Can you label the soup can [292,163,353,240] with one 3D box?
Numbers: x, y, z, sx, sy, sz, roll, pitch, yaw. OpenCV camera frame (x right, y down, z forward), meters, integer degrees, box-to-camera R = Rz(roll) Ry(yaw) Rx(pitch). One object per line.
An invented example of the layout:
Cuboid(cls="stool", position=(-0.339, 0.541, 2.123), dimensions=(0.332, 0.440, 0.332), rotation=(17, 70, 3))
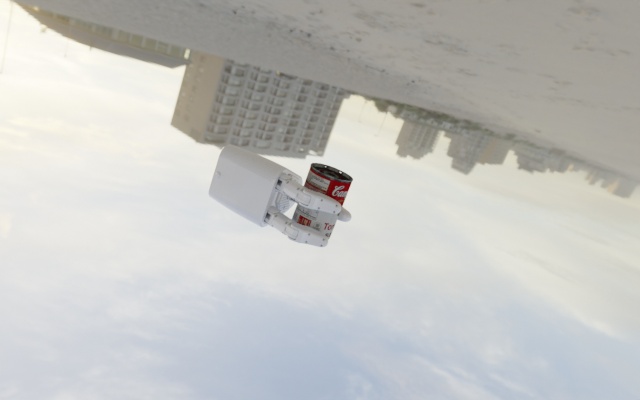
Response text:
Cuboid(cls="soup can", position=(0.000, 0.003, 0.725), dimensions=(0.068, 0.102, 0.068), rotation=(19, 16, -6))
